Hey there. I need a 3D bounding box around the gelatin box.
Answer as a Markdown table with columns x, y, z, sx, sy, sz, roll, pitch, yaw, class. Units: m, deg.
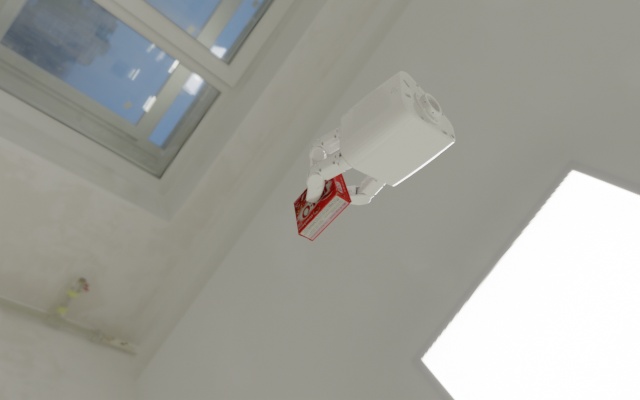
| x | y | z | sx | sy | sz | roll | pitch | yaw | class |
| --- | --- | --- | --- | --- | --- | --- | --- | --- | --- |
| 0.000 | 0.003 | 0.686 | 0.030 | 0.089 | 0.073 | 29 | 28 | -28 | gelatin box |
